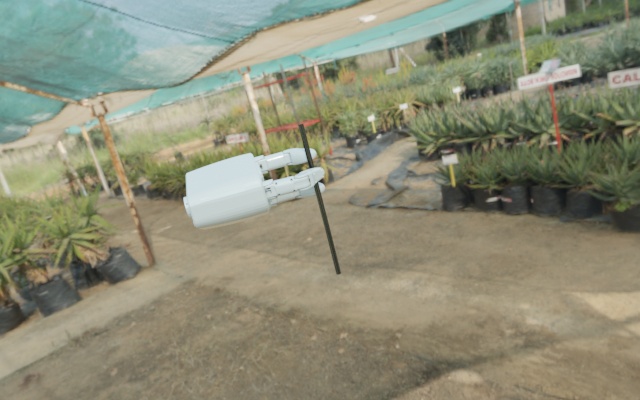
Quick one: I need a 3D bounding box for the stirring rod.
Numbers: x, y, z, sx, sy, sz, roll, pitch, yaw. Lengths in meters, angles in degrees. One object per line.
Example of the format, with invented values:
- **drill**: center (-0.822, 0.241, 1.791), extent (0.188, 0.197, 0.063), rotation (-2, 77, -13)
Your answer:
- **stirring rod**: center (0.000, 0.002, 0.725), extent (0.011, 0.239, 0.011), rotation (-13, 14, 3)
